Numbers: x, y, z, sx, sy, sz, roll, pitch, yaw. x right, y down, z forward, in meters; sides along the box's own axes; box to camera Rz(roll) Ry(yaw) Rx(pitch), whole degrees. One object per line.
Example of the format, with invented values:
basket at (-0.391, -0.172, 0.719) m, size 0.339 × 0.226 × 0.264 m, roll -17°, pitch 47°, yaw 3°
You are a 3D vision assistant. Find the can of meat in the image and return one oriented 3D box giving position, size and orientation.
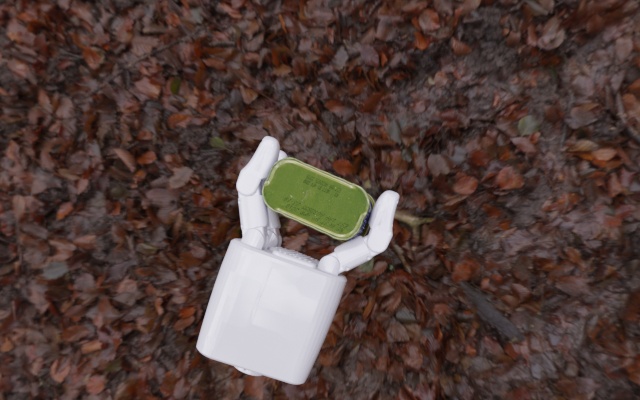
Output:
can of meat at (0.000, 0.001, 0.462) m, size 0.102 × 0.057 × 0.084 m, roll 23°, pitch -1°, yaw 9°
